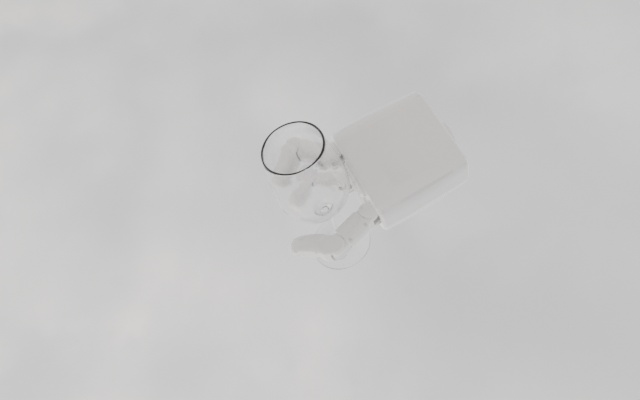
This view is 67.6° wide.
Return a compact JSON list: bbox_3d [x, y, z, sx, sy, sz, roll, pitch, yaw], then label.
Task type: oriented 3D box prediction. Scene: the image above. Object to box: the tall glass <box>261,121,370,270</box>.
[{"bbox_3d":[0.000,0.002,0.515,0.079,0.079,0.201,0,-30,18],"label":"tall glass"}]
